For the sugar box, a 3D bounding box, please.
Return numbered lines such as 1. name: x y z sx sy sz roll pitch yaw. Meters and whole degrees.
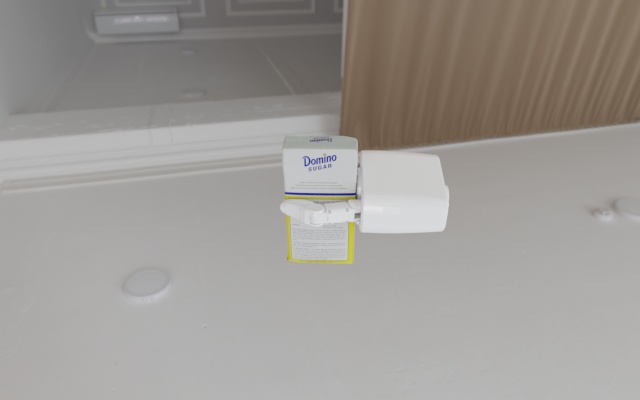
1. sugar box: 0.000 0.002 0.630 0.093 0.176 0.048 1 30 2
